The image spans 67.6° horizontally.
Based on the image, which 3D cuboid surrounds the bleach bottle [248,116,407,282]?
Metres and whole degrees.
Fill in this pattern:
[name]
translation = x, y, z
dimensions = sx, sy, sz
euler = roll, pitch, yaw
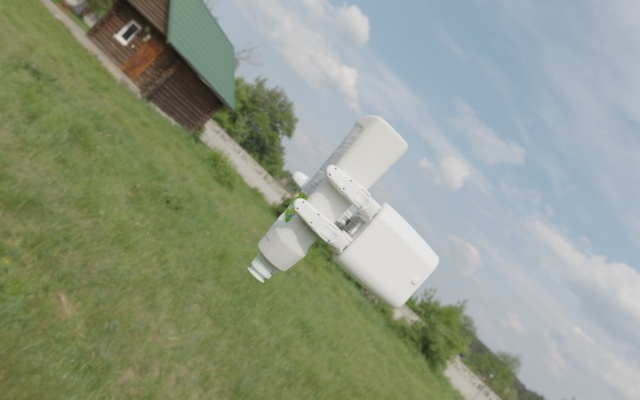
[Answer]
[bleach bottle]
translation = 0.000, 0.002, 0.623
dimensions = 0.068, 0.251, 0.102
euler = 43, -2, -11
